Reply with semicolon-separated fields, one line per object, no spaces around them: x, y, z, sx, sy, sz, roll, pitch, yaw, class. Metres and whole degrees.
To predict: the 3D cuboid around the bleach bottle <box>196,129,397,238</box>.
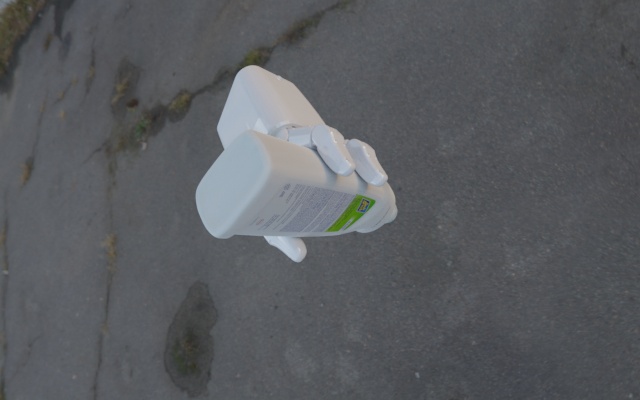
0.000;0.002;0.511;0.102;0.068;0.251;-46;-34;23;bleach bottle
